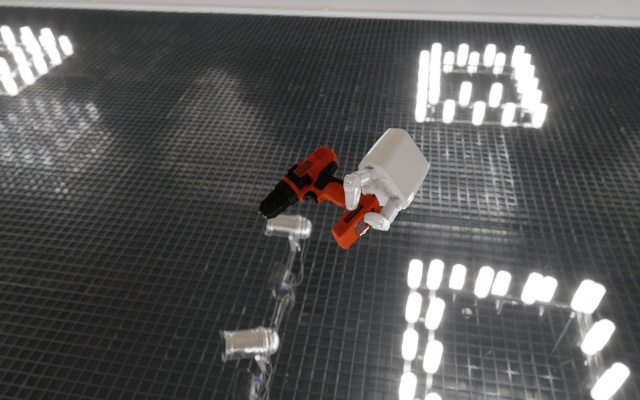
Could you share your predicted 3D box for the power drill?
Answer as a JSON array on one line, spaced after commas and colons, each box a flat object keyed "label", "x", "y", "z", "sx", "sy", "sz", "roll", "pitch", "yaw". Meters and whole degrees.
[{"label": "power drill", "x": 0.001, "y": 0.003, "z": 0.874, "sx": 0.187, "sy": 0.184, "sz": 0.057, "roll": 40, "pitch": -12, "yaw": 30}]
